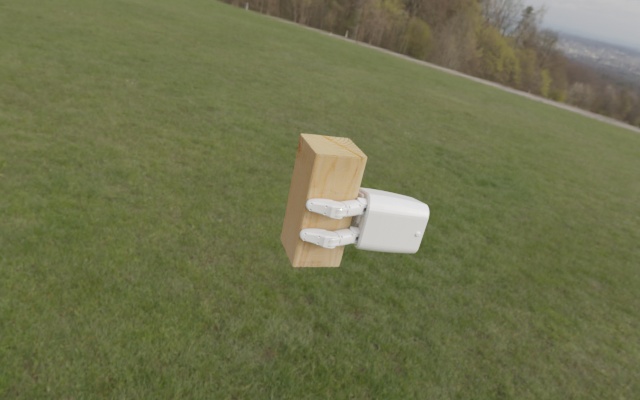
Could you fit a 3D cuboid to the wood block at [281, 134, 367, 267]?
[{"bbox_3d":[0.000,0.002,0.807,0.090,0.206,0.090,2,27,-21],"label":"wood block"}]
